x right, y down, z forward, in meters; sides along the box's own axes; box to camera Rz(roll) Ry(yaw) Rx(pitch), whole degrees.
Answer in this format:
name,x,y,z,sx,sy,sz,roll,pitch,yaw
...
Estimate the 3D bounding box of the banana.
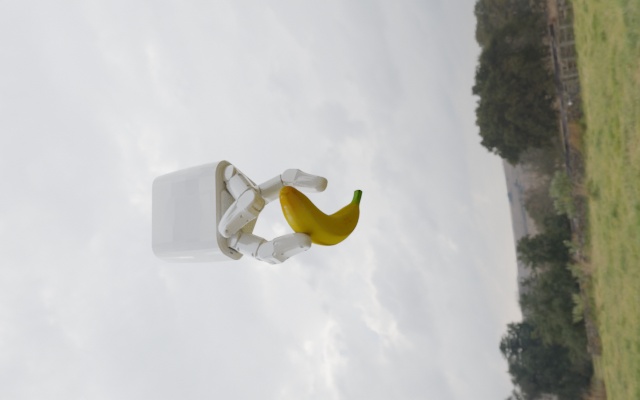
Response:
name,x,y,z,sx,sy,sz,roll,pitch,yaw
banana,0.004,0.020,0.563,0.037,0.069,0.198,-8,-3,25
